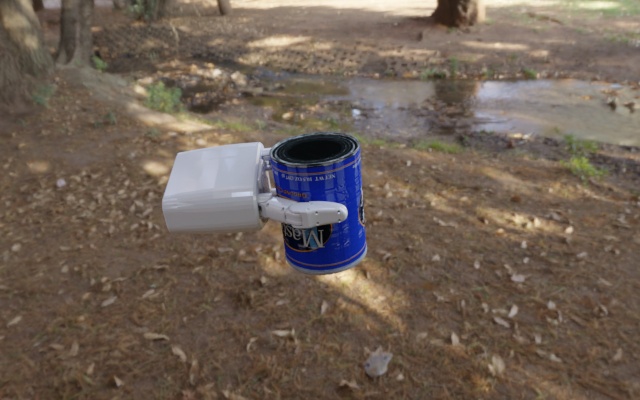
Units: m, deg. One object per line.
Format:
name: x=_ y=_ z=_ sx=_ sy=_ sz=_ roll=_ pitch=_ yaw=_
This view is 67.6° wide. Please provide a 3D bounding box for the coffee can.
coffee can: x=0.000 y=0.002 z=0.566 sx=0.103 sy=0.140 sz=0.102 roll=-5 pitch=27 yaw=3
